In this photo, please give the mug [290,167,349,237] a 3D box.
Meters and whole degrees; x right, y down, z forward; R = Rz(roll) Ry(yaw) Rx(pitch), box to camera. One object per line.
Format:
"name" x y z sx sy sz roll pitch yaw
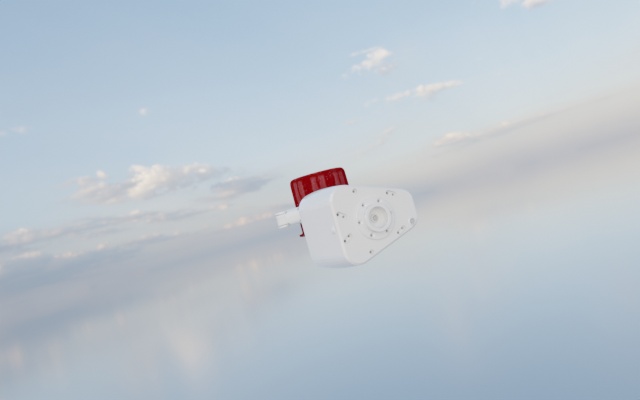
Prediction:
"mug" 0.000 0.002 0.694 0.093 0.081 0.117 -15 -1 -23
